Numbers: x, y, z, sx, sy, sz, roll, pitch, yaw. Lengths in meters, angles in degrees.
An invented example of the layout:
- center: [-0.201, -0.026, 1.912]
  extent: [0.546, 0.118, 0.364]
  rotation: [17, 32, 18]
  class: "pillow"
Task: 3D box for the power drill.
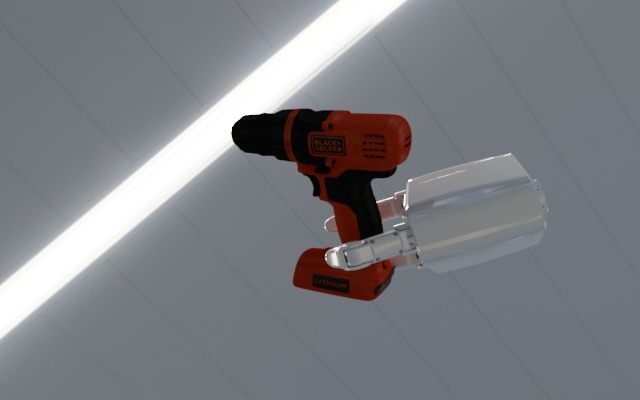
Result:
- center: [0.000, 0.002, 0.476]
  extent: [0.184, 0.188, 0.057]
  rotation: [7, 28, 28]
  class: "power drill"
